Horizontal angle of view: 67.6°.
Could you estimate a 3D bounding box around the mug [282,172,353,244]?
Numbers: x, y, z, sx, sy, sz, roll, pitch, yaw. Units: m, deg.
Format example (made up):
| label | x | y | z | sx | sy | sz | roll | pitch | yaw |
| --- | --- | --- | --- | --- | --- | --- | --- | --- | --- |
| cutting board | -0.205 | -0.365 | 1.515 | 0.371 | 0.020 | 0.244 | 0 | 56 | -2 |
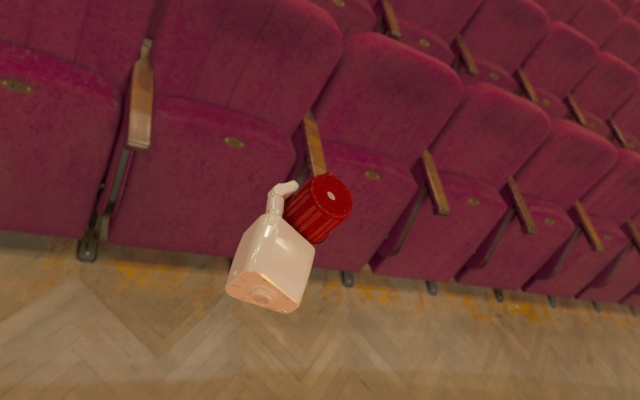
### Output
| label | x | y | z | sx | sy | sz | roll | pitch | yaw |
| --- | --- | --- | --- | --- | --- | --- | --- | --- | --- |
| mug | 0.001 | 0.001 | 0.769 | 0.093 | 0.117 | 0.081 | 30 | -44 | -18 |
